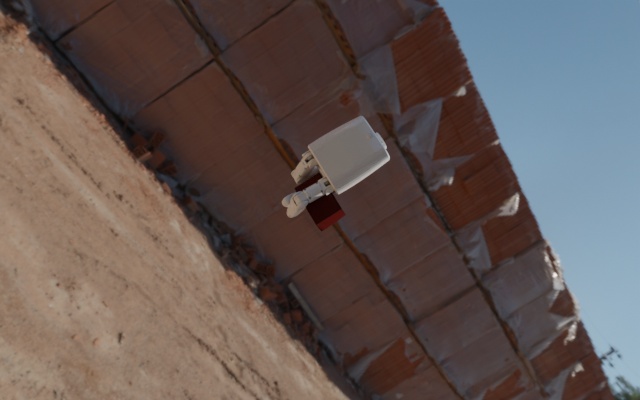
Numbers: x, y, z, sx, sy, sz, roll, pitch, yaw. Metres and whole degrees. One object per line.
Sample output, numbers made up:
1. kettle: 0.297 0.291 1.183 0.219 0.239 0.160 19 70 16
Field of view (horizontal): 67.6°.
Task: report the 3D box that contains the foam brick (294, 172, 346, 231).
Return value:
1. foam brick: 0.000 0.003 0.812 0.051 0.078 0.053 -31 -17 1
